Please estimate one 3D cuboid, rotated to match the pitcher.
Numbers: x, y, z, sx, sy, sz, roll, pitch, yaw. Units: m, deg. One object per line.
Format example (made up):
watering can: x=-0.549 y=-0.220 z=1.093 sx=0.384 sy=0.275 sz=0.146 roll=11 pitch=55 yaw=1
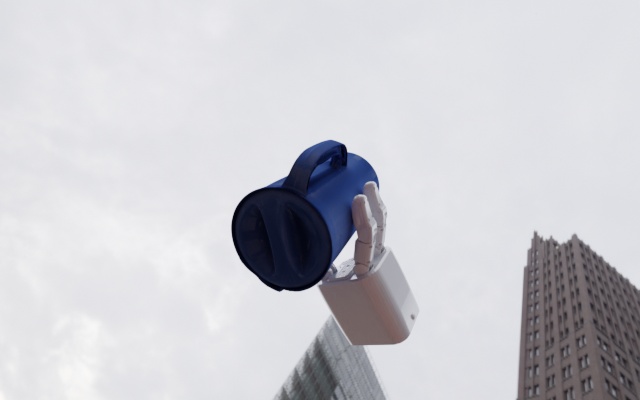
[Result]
pitcher: x=0.000 y=0.002 z=0.649 sx=0.149 sy=0.145 sz=0.242 roll=-25 pitch=7 yaw=30
